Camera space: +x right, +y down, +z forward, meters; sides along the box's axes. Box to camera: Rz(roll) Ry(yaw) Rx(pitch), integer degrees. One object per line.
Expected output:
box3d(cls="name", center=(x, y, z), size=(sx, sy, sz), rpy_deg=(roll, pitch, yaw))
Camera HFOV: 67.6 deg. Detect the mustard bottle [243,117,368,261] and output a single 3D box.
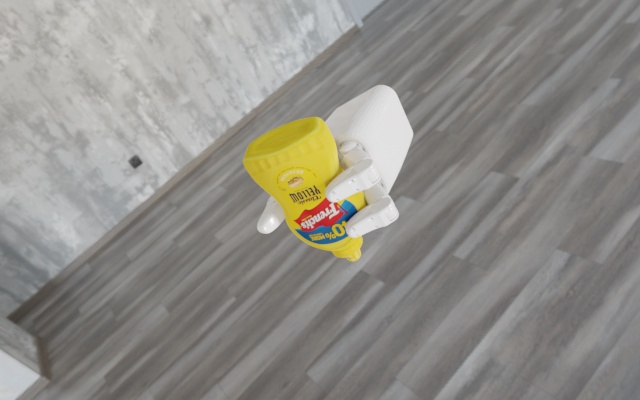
box3d(cls="mustard bottle", center=(0.000, 0.002, 0.547), size=(0.096, 0.192, 0.058), rpy_deg=(-19, 35, 19))
